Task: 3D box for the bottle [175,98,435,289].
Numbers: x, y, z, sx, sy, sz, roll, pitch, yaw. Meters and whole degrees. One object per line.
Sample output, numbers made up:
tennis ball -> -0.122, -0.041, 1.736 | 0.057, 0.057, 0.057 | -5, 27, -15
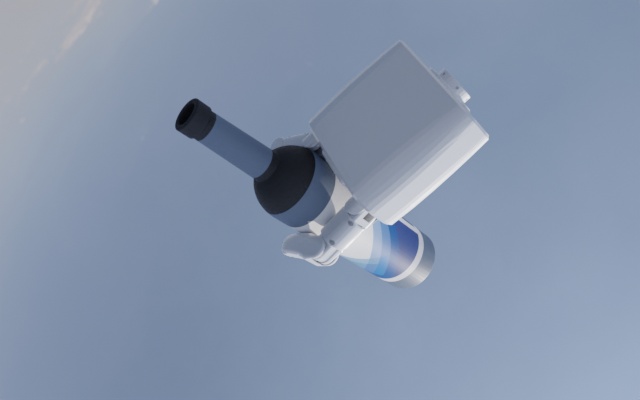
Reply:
bottle -> 0.000, 0.002, 0.434 | 0.069, 0.069, 0.296 | 0, -26, 47
